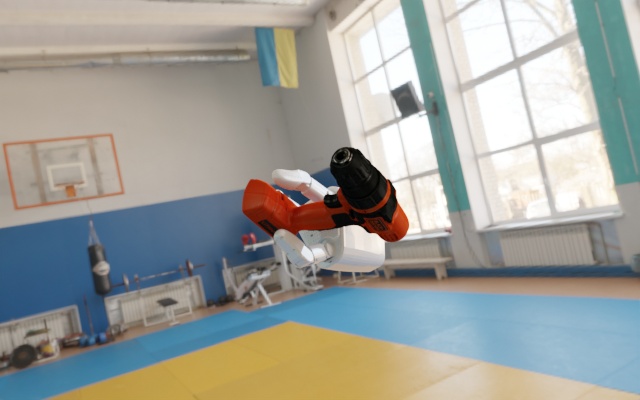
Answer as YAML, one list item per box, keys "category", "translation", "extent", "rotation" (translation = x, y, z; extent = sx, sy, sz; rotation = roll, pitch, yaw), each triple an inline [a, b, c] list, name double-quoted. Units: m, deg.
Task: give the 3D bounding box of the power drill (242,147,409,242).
- category: "power drill"
  translation: [0.000, 0.002, 0.589]
  extent: [0.187, 0.057, 0.184]
  rotation: [-3, -31, 28]
